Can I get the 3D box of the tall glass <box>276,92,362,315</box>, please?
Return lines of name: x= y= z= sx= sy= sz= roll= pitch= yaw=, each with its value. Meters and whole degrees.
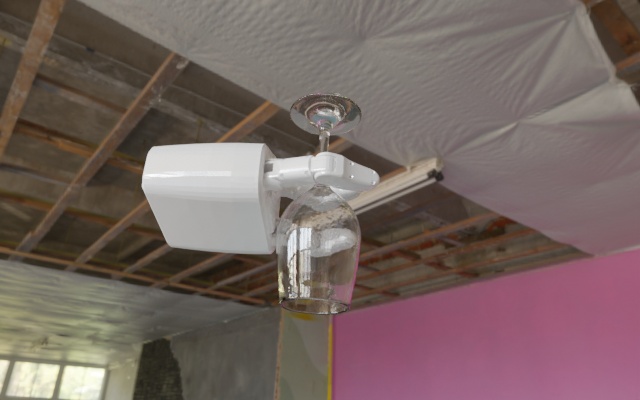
tall glass: x=0.000 y=0.001 z=0.452 sx=0.079 sy=0.201 sz=0.079 roll=2 pitch=-25 yaw=1
